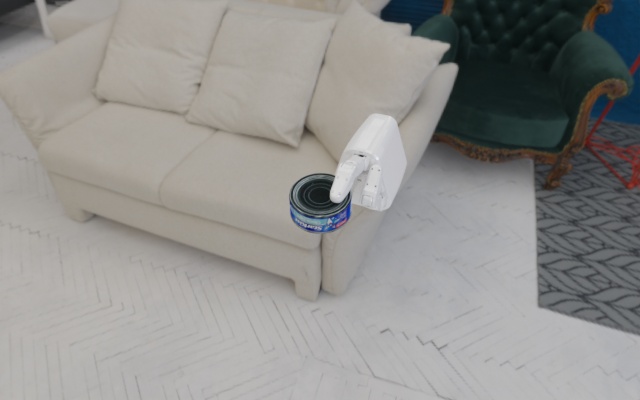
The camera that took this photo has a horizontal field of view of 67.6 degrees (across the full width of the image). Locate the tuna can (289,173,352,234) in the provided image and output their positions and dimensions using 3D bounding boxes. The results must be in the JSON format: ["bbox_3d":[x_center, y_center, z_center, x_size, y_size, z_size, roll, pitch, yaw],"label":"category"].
[{"bbox_3d":[0.000,0.002,0.648,0.086,0.086,0.034,0,-44,1],"label":"tuna can"}]
